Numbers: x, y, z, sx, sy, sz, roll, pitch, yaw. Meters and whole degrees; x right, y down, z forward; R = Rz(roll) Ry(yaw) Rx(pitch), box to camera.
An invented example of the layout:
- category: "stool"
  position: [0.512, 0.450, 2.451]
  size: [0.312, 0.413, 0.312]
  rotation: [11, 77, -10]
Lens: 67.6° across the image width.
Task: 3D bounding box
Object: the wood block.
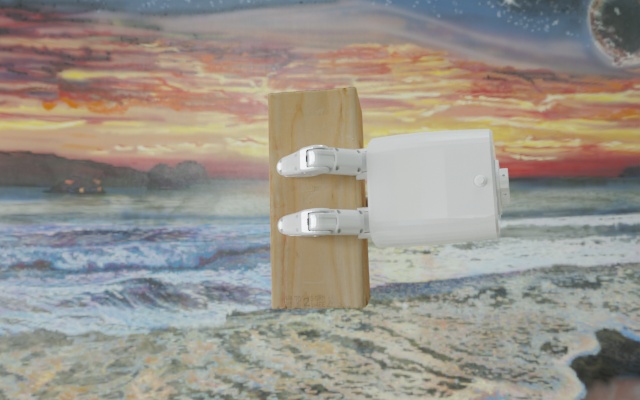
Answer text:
- category: "wood block"
  position: [0.001, 0.001, 0.489]
  size: [0.090, 0.206, 0.091]
  rotation: [-3, -7, 8]
